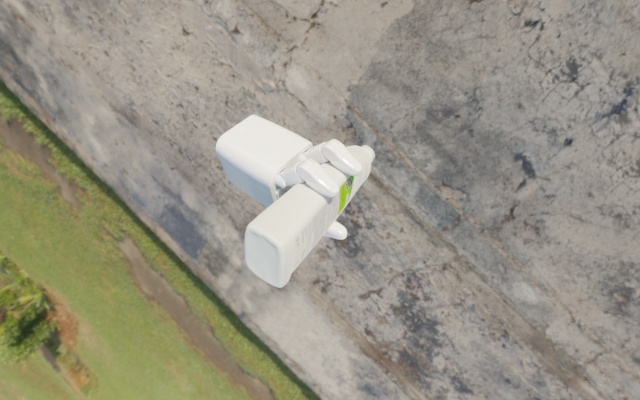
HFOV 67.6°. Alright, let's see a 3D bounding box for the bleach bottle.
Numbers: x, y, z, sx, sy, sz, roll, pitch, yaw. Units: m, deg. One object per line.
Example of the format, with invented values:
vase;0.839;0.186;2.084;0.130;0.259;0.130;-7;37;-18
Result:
bleach bottle;0.000;0.002;0.666;0.068;0.103;0.250;30;49;20
